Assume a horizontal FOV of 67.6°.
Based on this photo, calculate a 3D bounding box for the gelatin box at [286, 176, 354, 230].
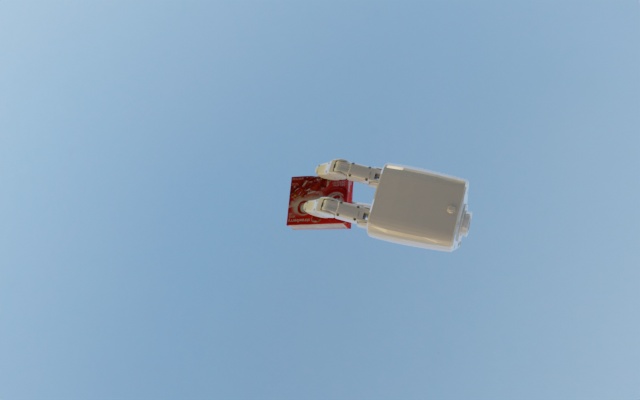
[{"bbox_3d":[0.000,0.002,0.666,0.089,0.073,0.030,-3,-20,21],"label":"gelatin box"}]
